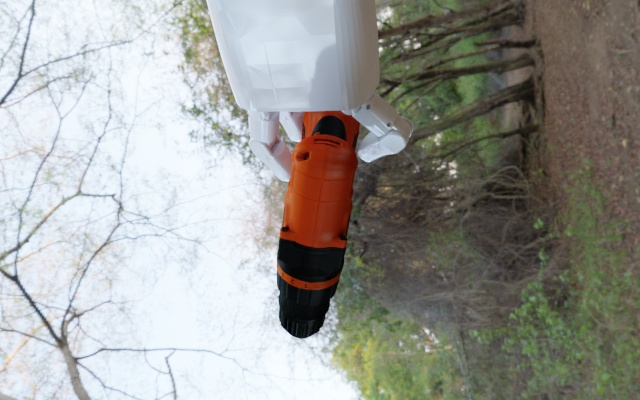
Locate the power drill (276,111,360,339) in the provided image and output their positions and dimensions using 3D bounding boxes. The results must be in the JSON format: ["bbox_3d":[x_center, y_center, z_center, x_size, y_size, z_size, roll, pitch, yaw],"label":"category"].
[{"bbox_3d":[0.000,0.001,0.423,0.057,0.185,0.187,9,33,-2],"label":"power drill"}]
